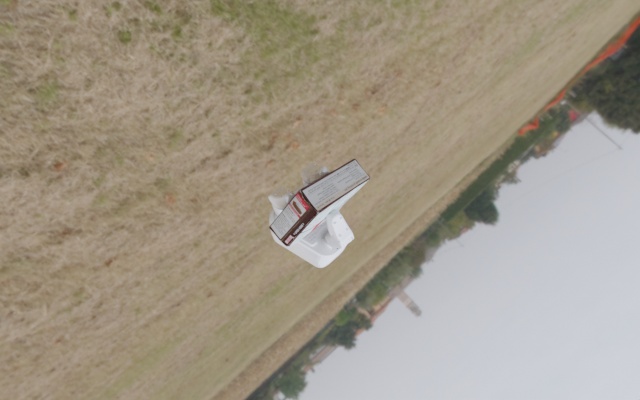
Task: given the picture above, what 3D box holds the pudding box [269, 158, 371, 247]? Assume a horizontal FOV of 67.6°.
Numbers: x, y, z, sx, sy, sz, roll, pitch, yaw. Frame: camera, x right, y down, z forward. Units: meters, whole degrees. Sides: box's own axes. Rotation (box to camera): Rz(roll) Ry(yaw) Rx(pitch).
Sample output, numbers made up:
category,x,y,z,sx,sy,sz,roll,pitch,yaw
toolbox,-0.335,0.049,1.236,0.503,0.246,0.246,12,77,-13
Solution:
category,x,y,z,sx,sy,sz,roll,pitch,yaw
pudding box,0.000,0.002,0.600,0.113,0.039,0.090,-35,-10,-44
